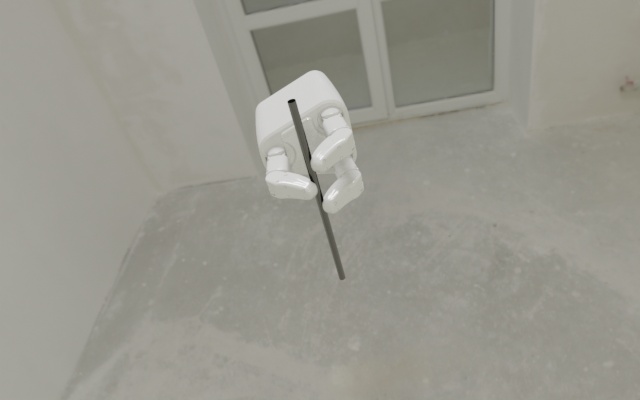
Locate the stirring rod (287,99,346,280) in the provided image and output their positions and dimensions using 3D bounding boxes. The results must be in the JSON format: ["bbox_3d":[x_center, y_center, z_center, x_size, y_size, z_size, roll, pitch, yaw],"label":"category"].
[{"bbox_3d":[0.000,0.002,0.506,0.011,0.240,0.011,-10,38,8],"label":"stirring rod"}]
